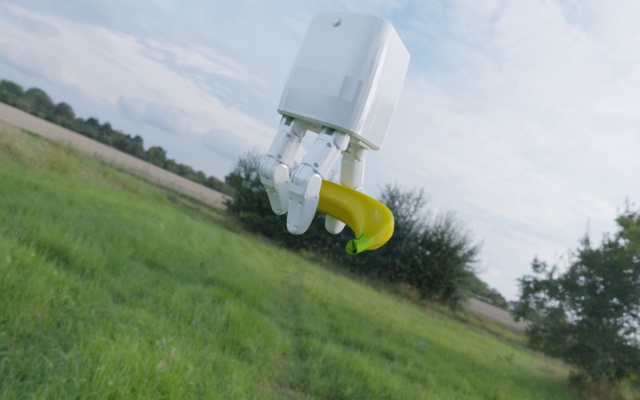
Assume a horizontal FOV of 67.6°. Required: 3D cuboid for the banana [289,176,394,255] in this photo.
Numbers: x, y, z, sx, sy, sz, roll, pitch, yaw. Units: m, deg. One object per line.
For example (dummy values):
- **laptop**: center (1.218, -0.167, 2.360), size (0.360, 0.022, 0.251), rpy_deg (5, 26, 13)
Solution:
- **banana**: center (0.018, 0.005, 0.469), size (0.069, 0.037, 0.197), rpy_deg (10, 11, -26)
